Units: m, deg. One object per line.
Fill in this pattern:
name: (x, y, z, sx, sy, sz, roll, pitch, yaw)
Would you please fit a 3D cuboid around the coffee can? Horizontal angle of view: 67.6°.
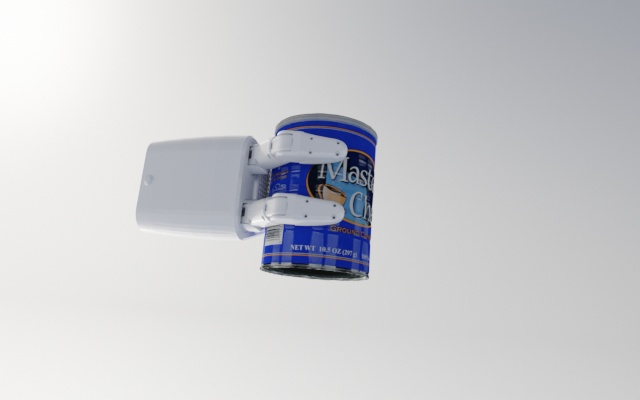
coffee can: (0.000, 0.001, 0.460, 0.103, 0.140, 0.103, 5, -14, 1)
